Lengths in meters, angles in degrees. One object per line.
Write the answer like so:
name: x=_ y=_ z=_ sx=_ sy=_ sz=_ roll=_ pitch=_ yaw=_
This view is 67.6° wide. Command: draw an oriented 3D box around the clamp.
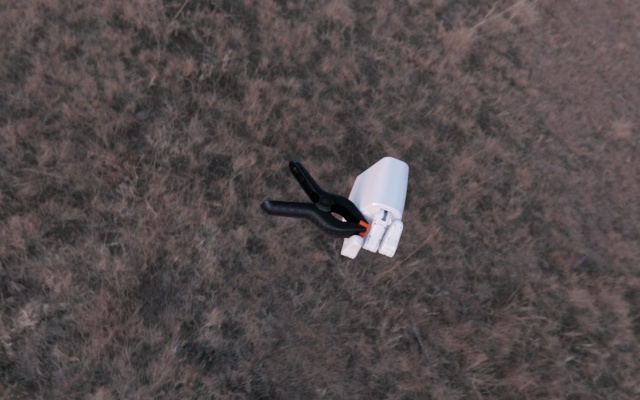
clamp: x=0.000 y=0.002 z=0.763 sx=0.171 sy=0.120 sz=0.039 roll=24 pitch=-36 yaw=-7
